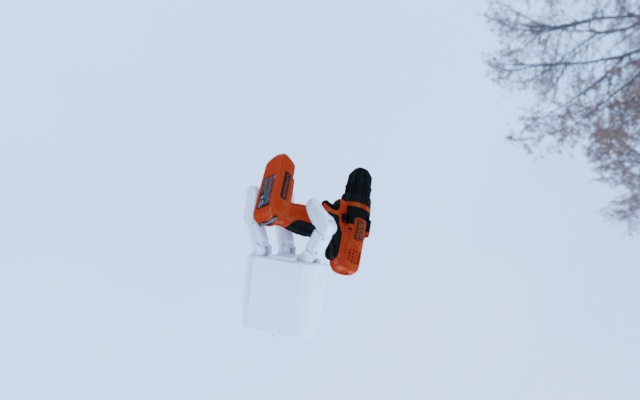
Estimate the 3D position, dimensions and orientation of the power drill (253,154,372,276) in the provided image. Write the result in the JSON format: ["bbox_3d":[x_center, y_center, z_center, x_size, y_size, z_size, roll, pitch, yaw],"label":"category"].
[{"bbox_3d":[0.000,0.002,0.728,0.188,0.184,0.057,26,-30,-28],"label":"power drill"}]
